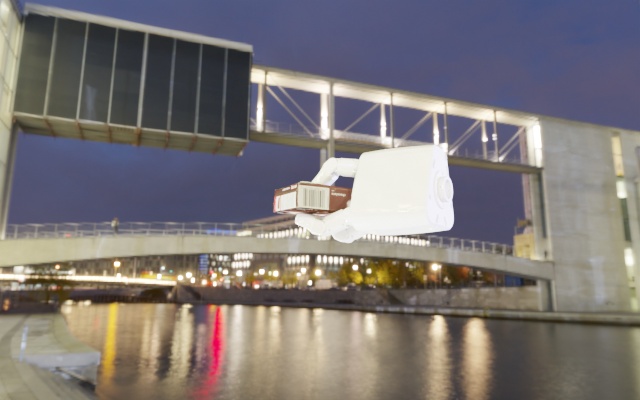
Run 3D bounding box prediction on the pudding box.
[{"bbox_3d":[0.000,0.002,0.688,0.113,0.039,0.090,8,-10,-26],"label":"pudding box"}]
